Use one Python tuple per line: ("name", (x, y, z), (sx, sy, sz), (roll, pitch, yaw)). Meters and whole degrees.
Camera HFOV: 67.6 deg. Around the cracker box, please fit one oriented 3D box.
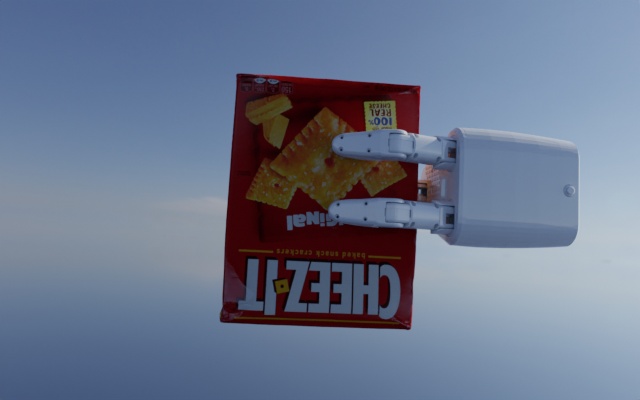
("cracker box", (0.000, 0.001, 0.428), (0.164, 0.213, 0.072), (4, -5, -6))
